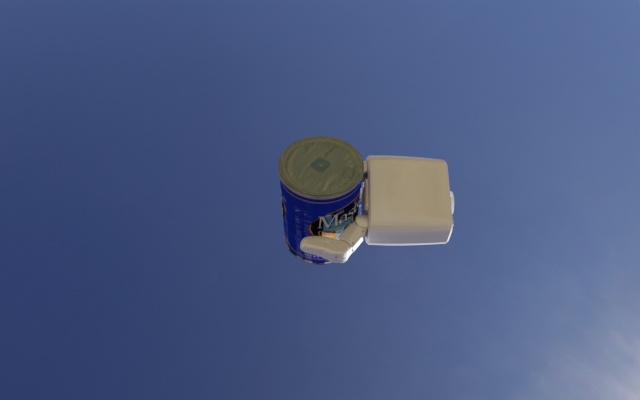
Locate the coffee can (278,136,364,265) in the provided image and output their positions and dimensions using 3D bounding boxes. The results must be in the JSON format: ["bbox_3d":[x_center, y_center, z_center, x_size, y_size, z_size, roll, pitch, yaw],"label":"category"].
[{"bbox_3d":[0.000,0.002,0.621,0.103,0.102,0.140,0,-41,-1],"label":"coffee can"}]
